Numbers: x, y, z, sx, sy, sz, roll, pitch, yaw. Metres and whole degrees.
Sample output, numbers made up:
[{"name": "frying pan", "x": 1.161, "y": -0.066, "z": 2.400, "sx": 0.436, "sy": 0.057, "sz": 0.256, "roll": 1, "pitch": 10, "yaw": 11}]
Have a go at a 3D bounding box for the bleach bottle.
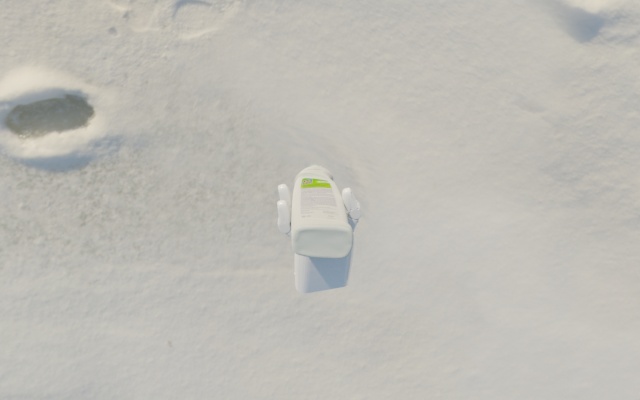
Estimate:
[{"name": "bleach bottle", "x": 0.000, "y": 0.003, "z": 0.863, "sx": 0.102, "sy": 0.068, "sz": 0.250, "roll": 3, "pitch": 31, "yaw": -3}]
